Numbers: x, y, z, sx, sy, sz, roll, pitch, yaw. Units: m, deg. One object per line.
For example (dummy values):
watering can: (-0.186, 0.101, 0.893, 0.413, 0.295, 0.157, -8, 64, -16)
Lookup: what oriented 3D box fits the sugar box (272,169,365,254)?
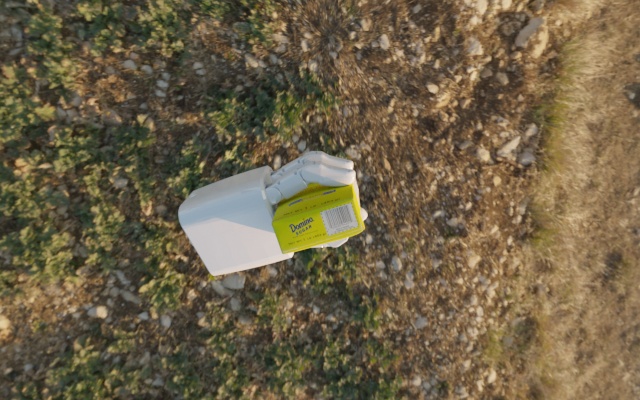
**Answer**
sugar box: (0.000, 0.001, 0.578, 0.093, 0.048, 0.176, -16, 18, 6)
